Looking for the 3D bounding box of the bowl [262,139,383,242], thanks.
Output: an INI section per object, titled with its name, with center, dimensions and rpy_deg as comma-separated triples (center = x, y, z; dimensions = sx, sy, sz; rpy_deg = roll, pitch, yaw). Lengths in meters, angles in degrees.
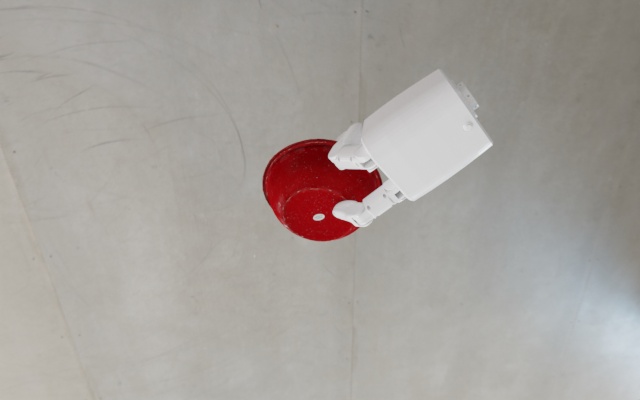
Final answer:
[bowl]
center = -0.001, 0.003, 0.618
dimensions = 0.162, 0.162, 0.055
rpy_deg = 0, 41, 7
